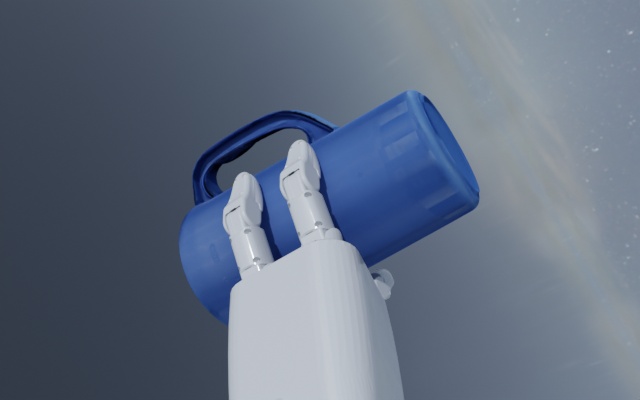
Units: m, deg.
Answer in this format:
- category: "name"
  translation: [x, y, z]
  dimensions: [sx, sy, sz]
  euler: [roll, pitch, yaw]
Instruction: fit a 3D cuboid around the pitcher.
- category: "pitcher"
  translation: [0.000, 0.002, 0.419]
  dimensions: [0.243, 0.145, 0.149]
  euler: [-30, -50, 23]
